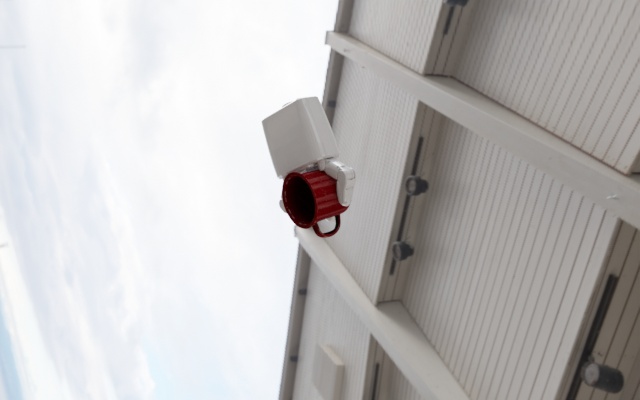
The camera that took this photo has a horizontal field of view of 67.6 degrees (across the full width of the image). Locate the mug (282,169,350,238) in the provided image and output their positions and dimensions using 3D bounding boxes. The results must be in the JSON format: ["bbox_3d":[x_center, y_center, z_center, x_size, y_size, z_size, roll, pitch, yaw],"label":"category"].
[{"bbox_3d":[0.001,0.004,0.779,0.081,0.117,0.093,-16,-5,-37],"label":"mug"}]
